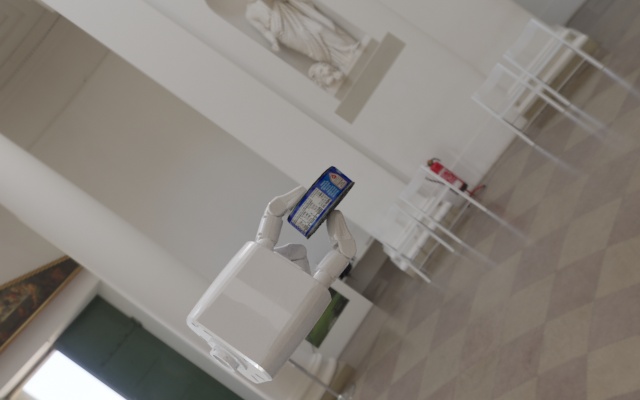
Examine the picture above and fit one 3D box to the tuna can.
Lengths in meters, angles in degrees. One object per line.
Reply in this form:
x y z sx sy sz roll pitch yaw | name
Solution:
0.000 0.001 0.552 0.034 0.086 0.086 40 3 4 | tuna can
